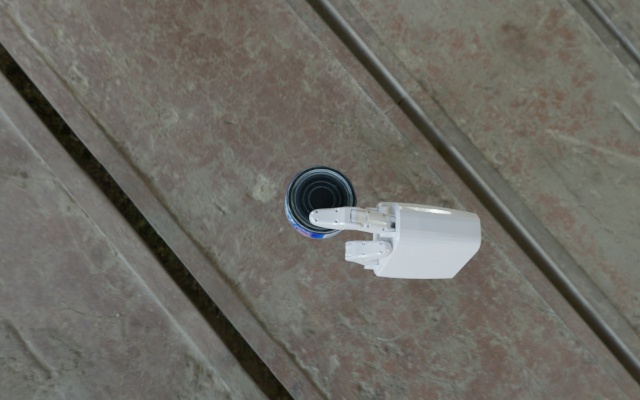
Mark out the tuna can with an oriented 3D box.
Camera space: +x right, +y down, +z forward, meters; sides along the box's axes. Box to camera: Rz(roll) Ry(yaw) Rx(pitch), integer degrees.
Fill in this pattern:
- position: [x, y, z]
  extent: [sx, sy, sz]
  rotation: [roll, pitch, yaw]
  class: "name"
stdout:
- position: [0.000, 0.002, 0.576]
  extent: [0.086, 0.086, 0.034]
  rotation: [0, -14, -6]
  class: "tuna can"
